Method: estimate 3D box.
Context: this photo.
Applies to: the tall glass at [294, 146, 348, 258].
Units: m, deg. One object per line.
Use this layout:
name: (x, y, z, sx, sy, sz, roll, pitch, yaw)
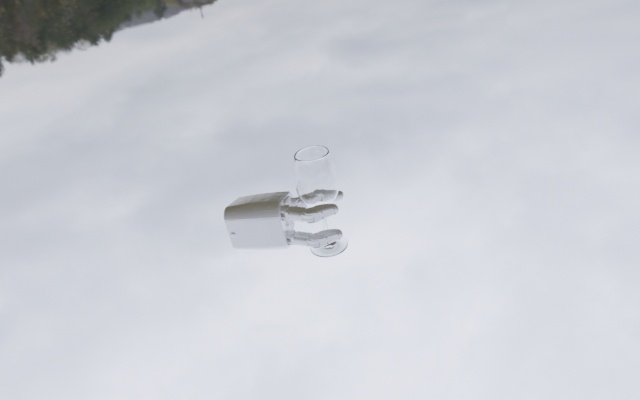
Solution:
tall glass: (0.000, 0.003, 0.876, 0.079, 0.201, 0.079, -8, 30, 5)
